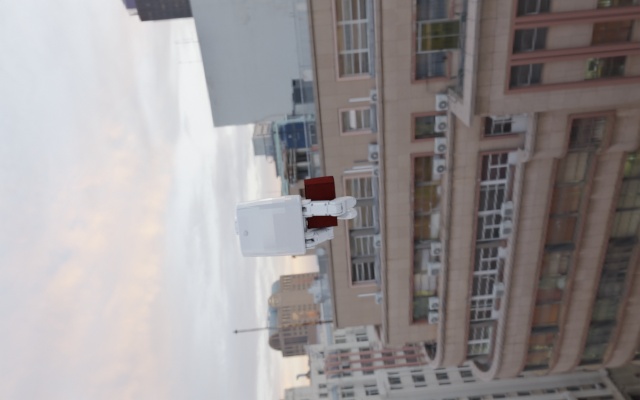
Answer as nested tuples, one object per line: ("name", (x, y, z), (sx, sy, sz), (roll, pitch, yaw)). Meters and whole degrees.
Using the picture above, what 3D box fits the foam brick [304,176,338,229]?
("foam brick", (0.000, 0.002, 0.804), (0.051, 0.078, 0.053), (-5, 13, 0))
